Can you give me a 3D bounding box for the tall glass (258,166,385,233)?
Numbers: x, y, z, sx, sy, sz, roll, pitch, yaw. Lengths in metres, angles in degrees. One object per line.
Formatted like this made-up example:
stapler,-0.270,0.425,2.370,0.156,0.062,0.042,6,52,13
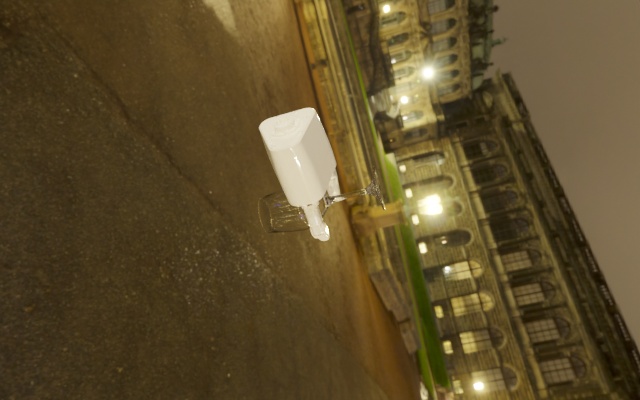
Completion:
tall glass,0.001,0.003,0.790,0.201,0.079,0.079,-14,-3,10
